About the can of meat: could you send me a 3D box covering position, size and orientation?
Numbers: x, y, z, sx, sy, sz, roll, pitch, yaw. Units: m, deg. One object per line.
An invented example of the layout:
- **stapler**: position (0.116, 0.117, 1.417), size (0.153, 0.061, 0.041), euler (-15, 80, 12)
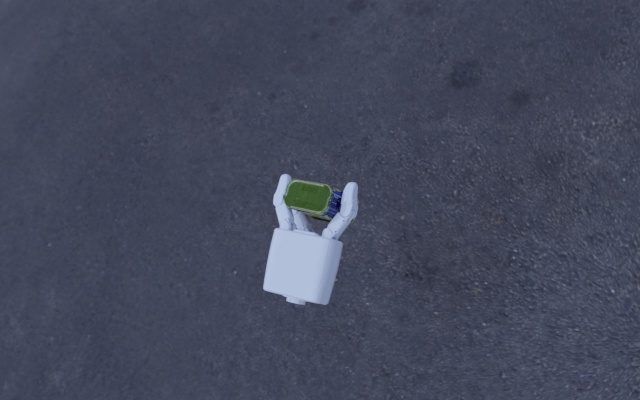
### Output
- **can of meat**: position (0.000, 0.003, 0.819), size (0.102, 0.057, 0.084), euler (11, -7, 38)
